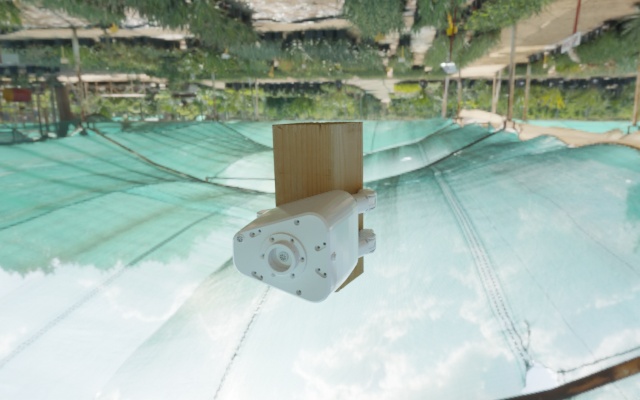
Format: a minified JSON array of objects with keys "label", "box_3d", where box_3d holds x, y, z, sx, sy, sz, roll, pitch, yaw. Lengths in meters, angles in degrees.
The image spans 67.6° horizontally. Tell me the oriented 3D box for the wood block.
[{"label":"wood block","box_3d":[0.000,0.002,0.626,0.091,0.206,0.090,5,13,28]}]
